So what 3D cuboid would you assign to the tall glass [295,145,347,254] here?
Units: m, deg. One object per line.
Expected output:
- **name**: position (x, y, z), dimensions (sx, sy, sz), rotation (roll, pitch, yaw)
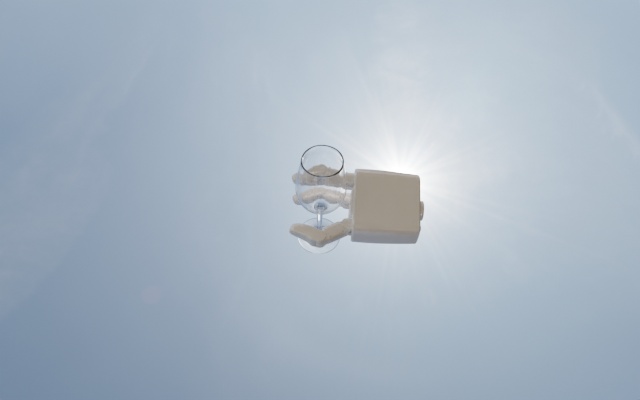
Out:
- **tall glass**: position (0.000, 0.003, 0.754), dimensions (0.079, 0.079, 0.201), rotation (0, -36, -2)
